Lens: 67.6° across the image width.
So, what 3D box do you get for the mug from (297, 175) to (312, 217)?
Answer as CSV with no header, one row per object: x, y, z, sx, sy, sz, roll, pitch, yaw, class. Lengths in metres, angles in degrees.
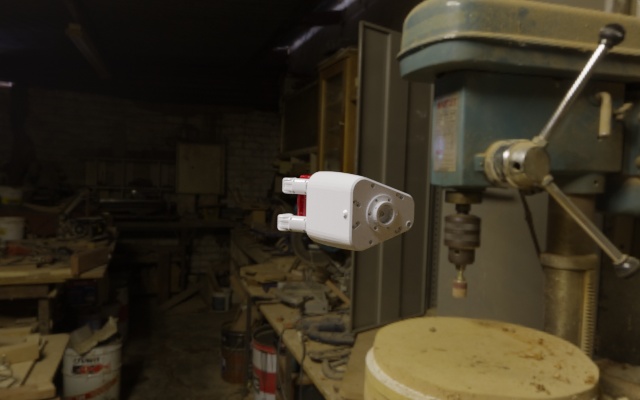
-0.001,0.002,0.744,0.093,0.081,0.117,0,5,-32,mug
